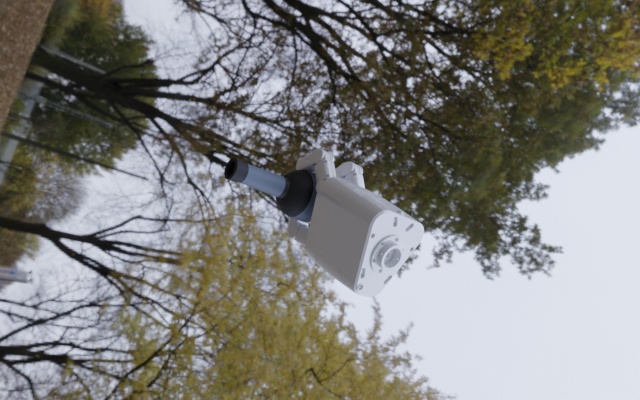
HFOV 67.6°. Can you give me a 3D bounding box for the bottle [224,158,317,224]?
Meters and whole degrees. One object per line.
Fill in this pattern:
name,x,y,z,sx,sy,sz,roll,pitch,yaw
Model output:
bottle,0.000,0.002,0.656,0.296,0.069,0.069,21,-14,-40
